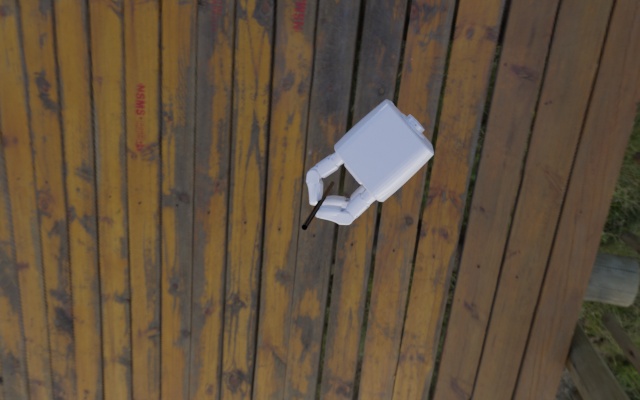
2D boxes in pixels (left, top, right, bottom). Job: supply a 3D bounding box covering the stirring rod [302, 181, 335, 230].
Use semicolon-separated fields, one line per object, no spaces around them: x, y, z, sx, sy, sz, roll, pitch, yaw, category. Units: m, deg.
0.000;0.002;0.754;0.011;0.011;0.239;0;16;11;stirring rod
